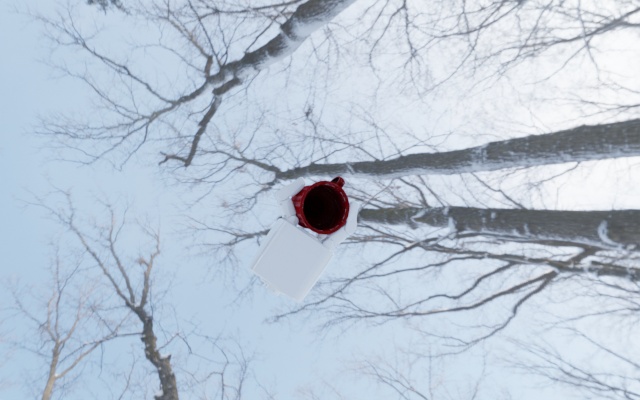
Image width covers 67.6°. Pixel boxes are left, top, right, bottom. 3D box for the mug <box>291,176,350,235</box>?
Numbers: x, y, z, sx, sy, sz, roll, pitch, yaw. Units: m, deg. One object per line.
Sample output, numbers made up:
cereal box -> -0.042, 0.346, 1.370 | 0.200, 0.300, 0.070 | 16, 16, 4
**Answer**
mug -> 0.001, 0.002, 0.860 | 0.093, 0.117, 0.081 | 40, -14, -17
